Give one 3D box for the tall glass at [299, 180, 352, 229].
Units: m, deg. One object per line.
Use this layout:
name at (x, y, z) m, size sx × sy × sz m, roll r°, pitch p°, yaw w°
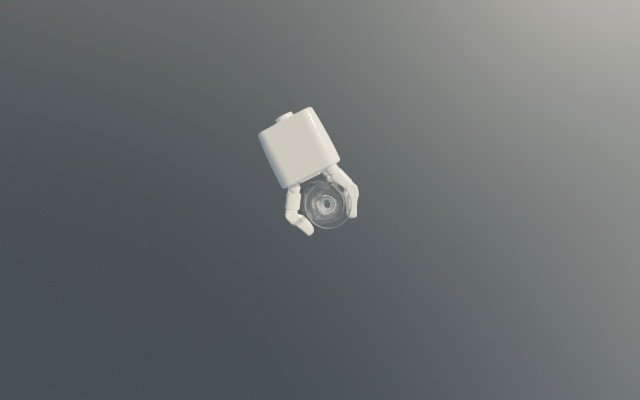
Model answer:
tall glass at (0.000, 0.003, 0.847) m, size 0.079 × 0.079 × 0.201 m, roll 0°, pitch 2°, yaw -7°
